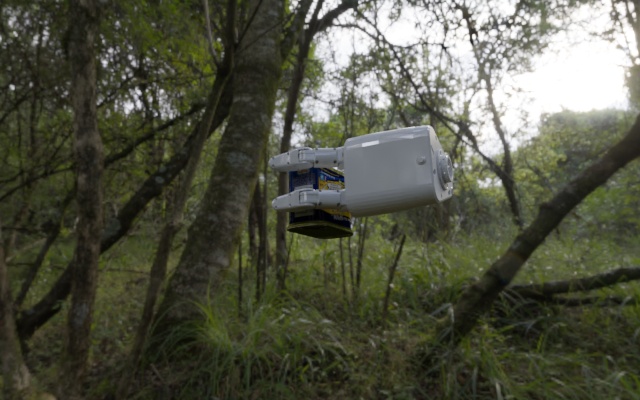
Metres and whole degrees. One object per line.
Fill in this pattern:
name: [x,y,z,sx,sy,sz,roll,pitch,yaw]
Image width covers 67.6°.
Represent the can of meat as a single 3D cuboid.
can of meat: [0.000,0.002,0.634,0.057,0.084,0.102,-10,-16,31]
